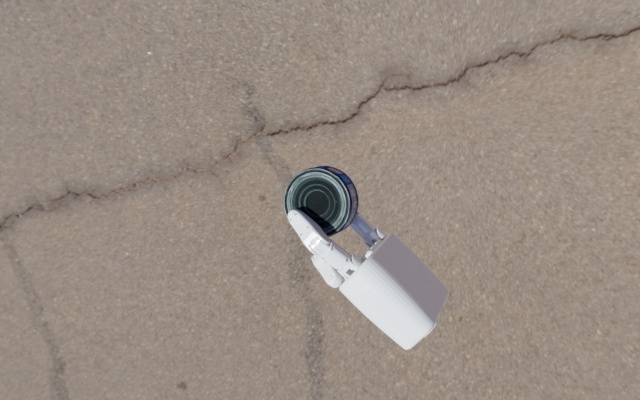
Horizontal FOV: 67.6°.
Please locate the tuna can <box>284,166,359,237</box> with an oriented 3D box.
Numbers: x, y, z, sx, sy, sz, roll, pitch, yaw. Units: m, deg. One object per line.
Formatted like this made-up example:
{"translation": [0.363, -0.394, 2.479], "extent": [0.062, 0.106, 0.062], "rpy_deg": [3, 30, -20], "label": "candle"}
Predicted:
{"translation": [0.000, 0.002, 0.571], "extent": [0.086, 0.086, 0.034], "rpy_deg": [0, 6, 19], "label": "tuna can"}
